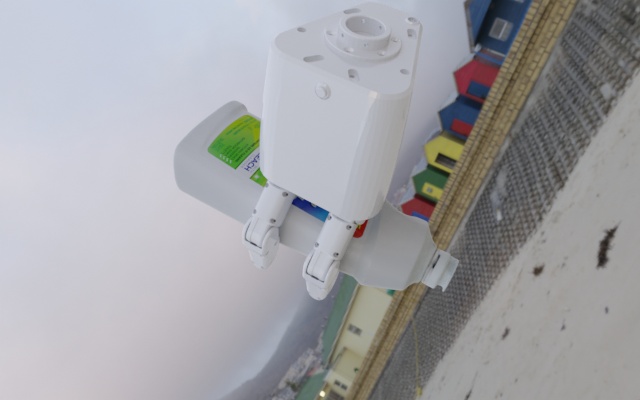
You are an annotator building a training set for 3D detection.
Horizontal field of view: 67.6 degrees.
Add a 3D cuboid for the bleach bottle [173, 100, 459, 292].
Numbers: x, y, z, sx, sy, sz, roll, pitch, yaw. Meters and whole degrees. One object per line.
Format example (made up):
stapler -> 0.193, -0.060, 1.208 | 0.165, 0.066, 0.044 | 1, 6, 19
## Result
bleach bottle -> 0.000, 0.001, 0.418 | 0.251, 0.068, 0.102 | 26, 48, 14
